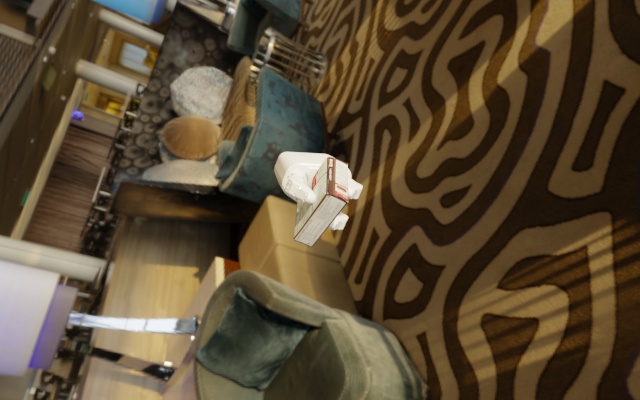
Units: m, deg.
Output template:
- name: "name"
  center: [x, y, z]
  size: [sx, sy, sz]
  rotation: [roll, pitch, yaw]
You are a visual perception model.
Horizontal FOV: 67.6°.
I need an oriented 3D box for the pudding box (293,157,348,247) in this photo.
- name: "pudding box"
  center: [0.000, 0.002, 0.726]
  size: [0.039, 0.090, 0.113]
  rotation: [21, -50, -17]
